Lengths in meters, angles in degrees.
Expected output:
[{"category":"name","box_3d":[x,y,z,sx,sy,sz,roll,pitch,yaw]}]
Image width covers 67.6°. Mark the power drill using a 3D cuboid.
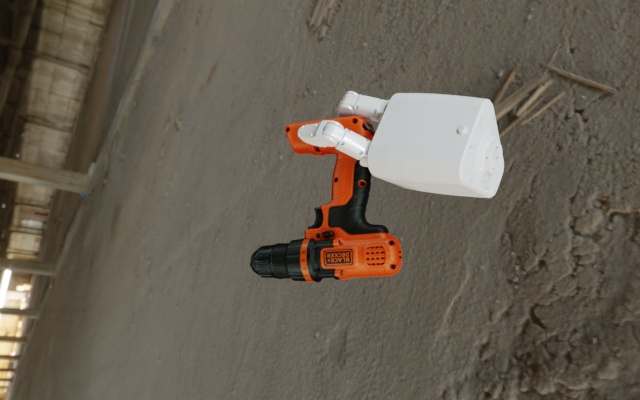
[{"category":"power drill","box_3d":[0.000,0.001,0.567,0.184,0.187,0.057,-5,-6,17]}]
